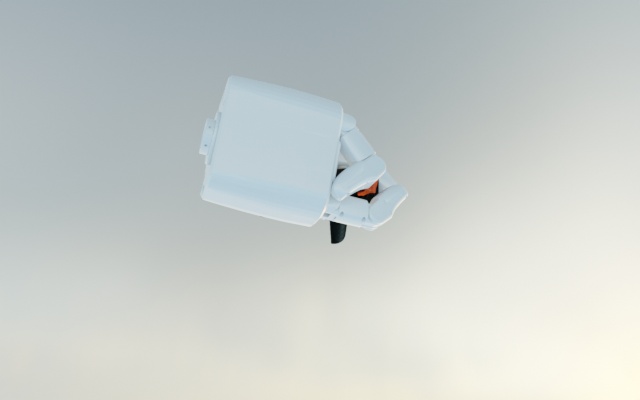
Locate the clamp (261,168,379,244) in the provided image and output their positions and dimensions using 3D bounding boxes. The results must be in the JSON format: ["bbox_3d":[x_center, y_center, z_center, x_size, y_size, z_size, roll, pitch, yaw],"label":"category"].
[{"bbox_3d":[0.000,0.002,0.529,0.120,0.039,0.171,13,-28,-17],"label":"clamp"}]
